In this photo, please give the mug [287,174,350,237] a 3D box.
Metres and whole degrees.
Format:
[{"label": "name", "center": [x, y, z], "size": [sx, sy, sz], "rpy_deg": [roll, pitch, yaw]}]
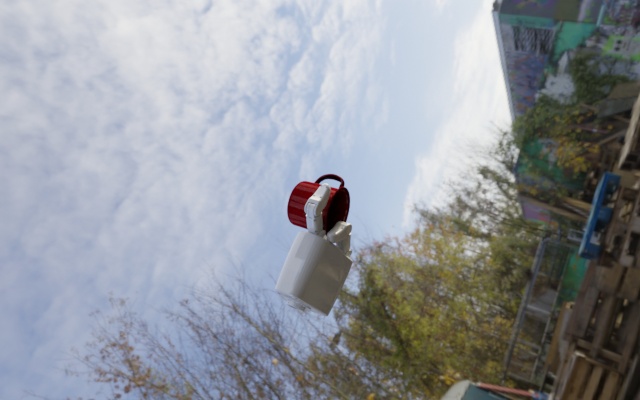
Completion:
[{"label": "mug", "center": [0.000, 0.001, 0.833], "size": [0.081, 0.117, 0.093], "rpy_deg": [15, -22, 25]}]
